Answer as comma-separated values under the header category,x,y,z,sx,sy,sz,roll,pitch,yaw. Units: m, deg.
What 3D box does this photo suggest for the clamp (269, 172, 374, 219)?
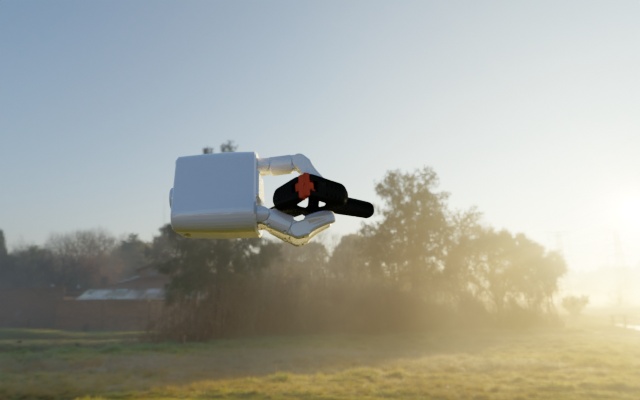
category,x,y,z,sx,sy,sz,roll,pitch,yaw
clamp,0.000,0.001,0.633,0.164,0.036,0.210,-4,-12,-3
